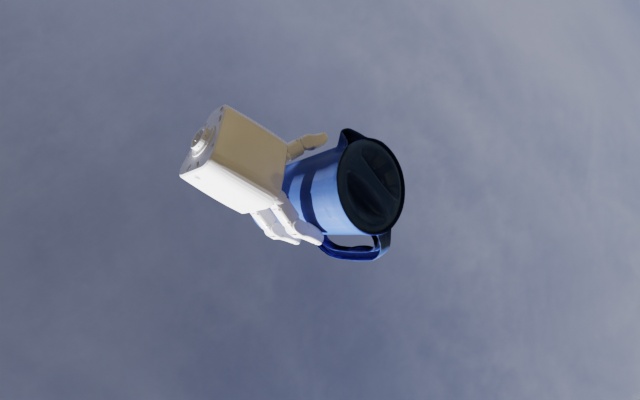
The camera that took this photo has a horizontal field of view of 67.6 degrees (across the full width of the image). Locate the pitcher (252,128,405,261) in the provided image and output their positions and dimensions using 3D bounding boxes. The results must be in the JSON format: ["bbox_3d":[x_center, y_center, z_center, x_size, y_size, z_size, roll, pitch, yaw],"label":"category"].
[{"bbox_3d":[0.000,0.002,0.726,0.145,0.149,0.243,30,-24,-33],"label":"pitcher"}]
